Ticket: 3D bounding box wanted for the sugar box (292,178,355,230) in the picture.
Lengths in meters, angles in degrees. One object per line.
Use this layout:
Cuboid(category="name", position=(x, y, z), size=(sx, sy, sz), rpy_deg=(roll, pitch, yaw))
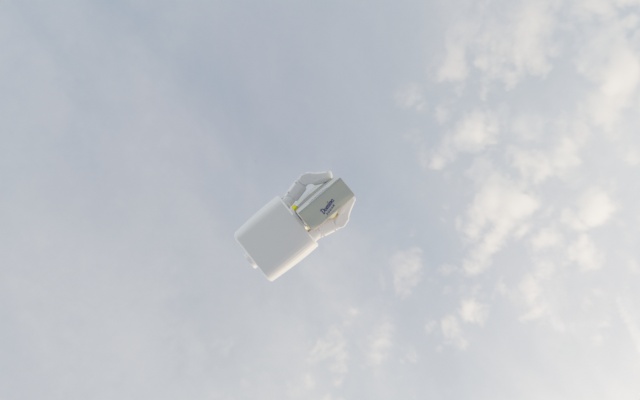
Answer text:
Cuboid(category="sugar box", position=(0.000, 0.003, 0.854), size=(0.093, 0.048, 0.176), rpy_deg=(-40, 9, -3))
